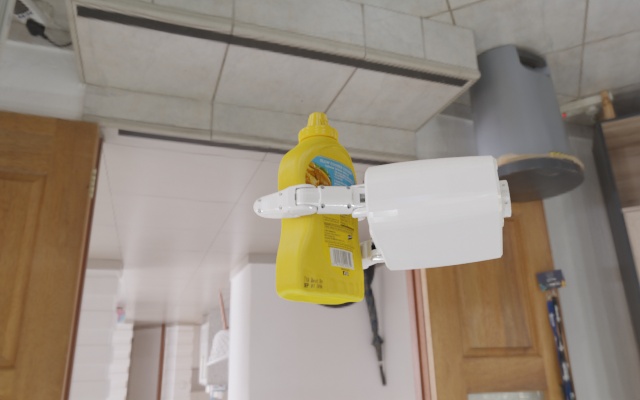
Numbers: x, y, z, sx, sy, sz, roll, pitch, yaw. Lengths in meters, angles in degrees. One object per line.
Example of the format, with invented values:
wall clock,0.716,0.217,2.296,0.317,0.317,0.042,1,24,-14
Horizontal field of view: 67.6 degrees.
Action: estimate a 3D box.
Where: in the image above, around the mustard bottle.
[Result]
mustard bottle,0.000,0.002,0.470,0.058,0.191,0.096,-17,-24,39
